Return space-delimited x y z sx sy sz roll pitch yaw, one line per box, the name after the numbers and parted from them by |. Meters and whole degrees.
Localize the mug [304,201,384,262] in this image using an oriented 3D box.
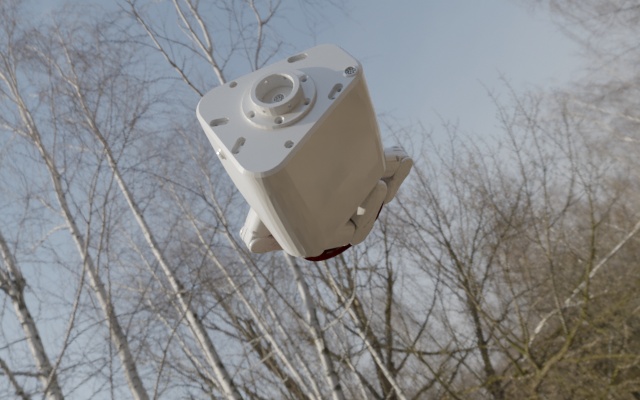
0.000 0.002 0.453 0.093 0.081 0.117 -36 -33 -9 | mug
